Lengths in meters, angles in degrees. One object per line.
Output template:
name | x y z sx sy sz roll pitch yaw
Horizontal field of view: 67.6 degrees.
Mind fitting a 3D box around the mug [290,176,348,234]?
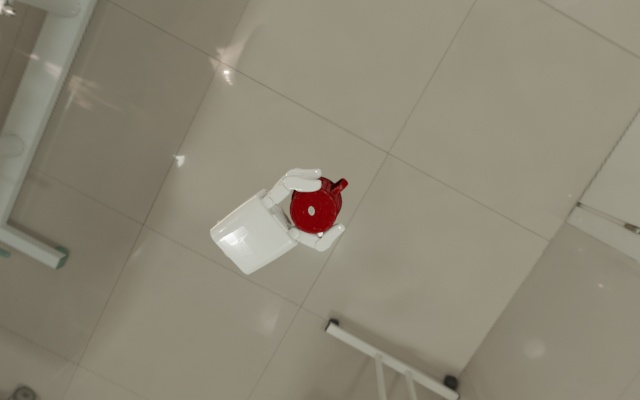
mug | 0.001 0.002 0.827 0.117 0.093 0.081 -35 8 10
